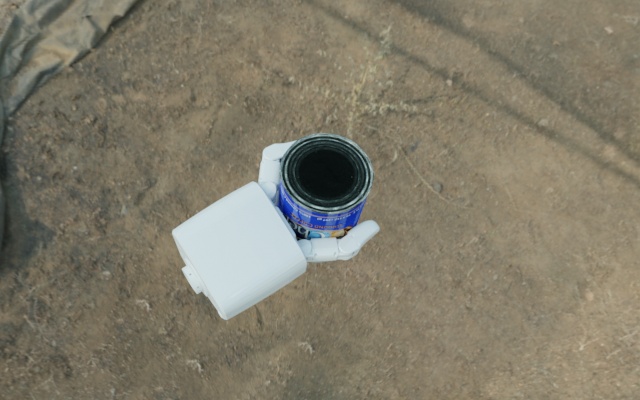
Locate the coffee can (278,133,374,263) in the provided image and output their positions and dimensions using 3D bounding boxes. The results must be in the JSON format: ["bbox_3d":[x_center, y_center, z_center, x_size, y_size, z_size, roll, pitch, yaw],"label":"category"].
[{"bbox_3d":[0.000,0.002,0.574,0.103,0.102,0.140,0,-29,-7],"label":"coffee can"}]
